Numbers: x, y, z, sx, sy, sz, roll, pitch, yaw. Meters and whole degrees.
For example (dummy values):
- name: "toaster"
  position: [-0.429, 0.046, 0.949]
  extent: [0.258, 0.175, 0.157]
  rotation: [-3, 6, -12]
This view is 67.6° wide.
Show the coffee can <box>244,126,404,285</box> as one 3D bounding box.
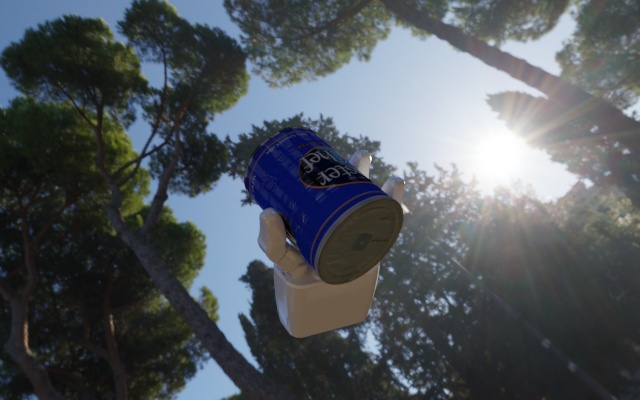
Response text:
- name: "coffee can"
  position: [0.000, 0.002, 0.489]
  extent: [0.103, 0.103, 0.140]
  rotation: [0, 34, -44]
